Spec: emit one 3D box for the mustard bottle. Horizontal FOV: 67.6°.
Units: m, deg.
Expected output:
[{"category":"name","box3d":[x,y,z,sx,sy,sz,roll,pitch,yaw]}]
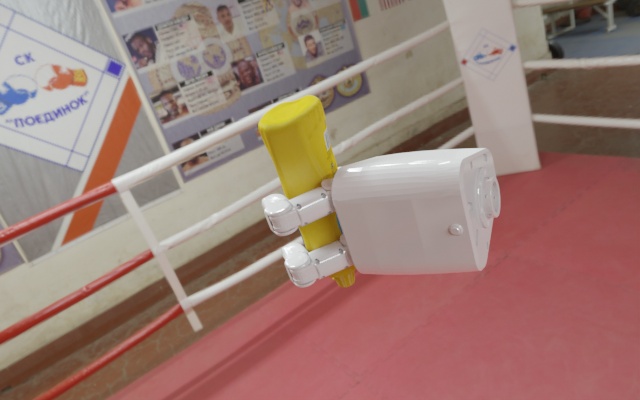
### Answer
[{"category":"mustard bottle","box3d":[0.000,0.001,0.461,0.058,0.192,0.096,-15,22,10]}]
